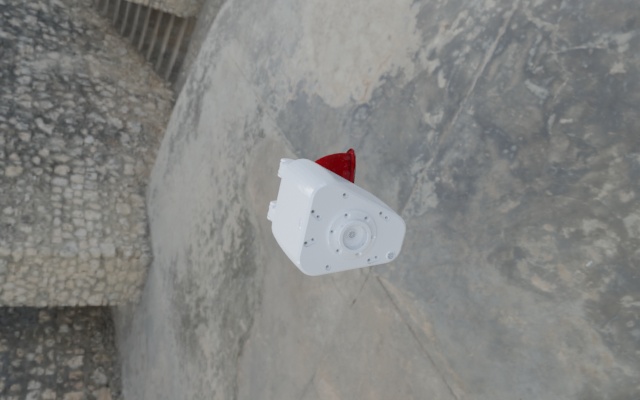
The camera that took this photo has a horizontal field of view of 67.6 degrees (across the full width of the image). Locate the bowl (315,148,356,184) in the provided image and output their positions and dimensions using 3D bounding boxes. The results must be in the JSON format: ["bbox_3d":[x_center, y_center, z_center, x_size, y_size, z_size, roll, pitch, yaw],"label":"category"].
[{"bbox_3d":[-0.001,0.002,0.653,0.055,0.162,0.162,13,-2,-6],"label":"bowl"}]
